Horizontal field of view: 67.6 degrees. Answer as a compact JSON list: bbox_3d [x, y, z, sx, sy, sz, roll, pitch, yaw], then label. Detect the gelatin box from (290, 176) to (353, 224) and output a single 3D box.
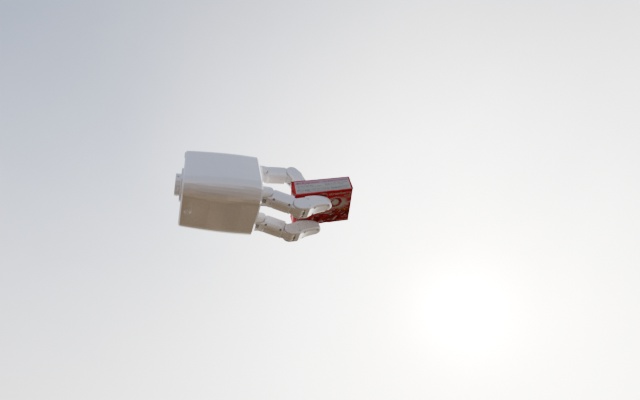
[{"bbox_3d":[0.000,0.002,0.711,0.089,0.030,0.073,-6,-40,-10],"label":"gelatin box"}]
